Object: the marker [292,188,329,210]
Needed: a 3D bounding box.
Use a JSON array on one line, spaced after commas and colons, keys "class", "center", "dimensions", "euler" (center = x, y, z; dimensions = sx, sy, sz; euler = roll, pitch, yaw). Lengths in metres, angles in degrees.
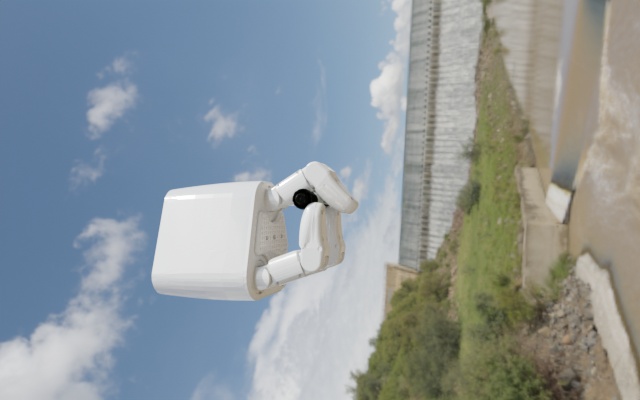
[{"class": "marker", "center": [0.000, 0.002, 0.472], "dimensions": [0.020, 0.020, 0.121], "euler": [0, -3, 17]}]
